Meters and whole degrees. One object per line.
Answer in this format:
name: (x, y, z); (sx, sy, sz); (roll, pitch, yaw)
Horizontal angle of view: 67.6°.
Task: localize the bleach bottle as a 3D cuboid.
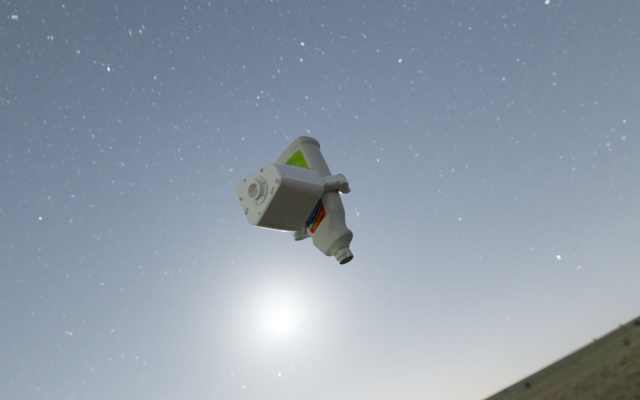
bleach bottle: (0.000, 0.003, 0.899); (0.068, 0.250, 0.102); (10, -45, -49)
